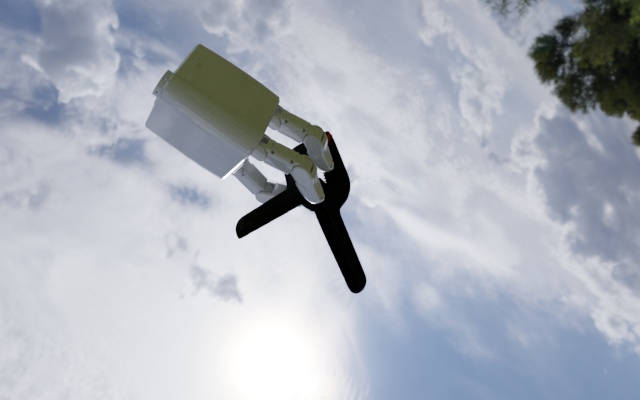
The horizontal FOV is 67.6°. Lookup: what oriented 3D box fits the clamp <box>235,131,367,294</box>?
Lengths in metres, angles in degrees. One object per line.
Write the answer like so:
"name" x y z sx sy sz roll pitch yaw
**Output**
"clamp" 0.000 0.002 0.573 0.164 0.209 0.036 35 -46 -19
